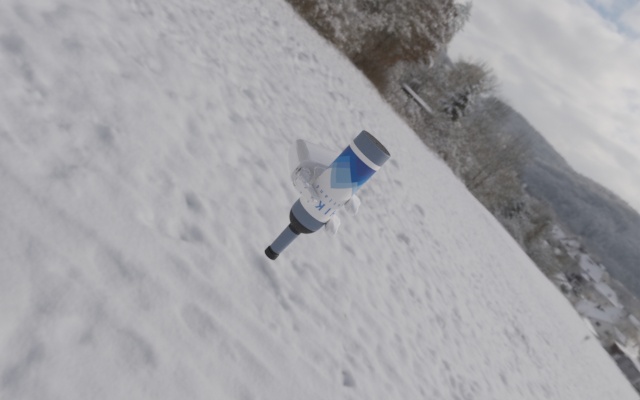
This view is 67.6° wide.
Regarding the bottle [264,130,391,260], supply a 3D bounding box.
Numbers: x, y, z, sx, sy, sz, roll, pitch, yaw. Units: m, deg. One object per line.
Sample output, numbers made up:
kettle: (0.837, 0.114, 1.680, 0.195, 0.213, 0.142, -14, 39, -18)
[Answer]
bottle: (0.000, 0.003, 0.862, 0.296, 0.069, 0.069, -46, -18, 18)
